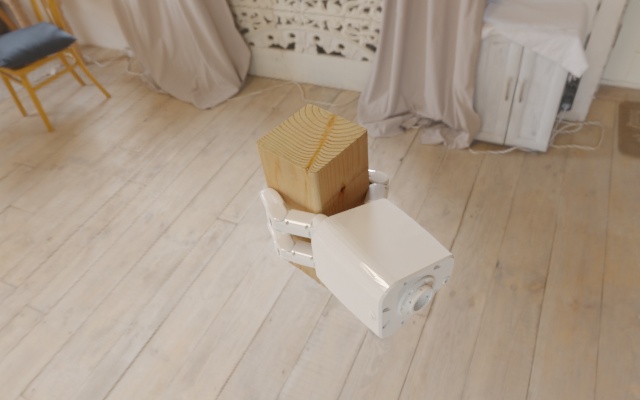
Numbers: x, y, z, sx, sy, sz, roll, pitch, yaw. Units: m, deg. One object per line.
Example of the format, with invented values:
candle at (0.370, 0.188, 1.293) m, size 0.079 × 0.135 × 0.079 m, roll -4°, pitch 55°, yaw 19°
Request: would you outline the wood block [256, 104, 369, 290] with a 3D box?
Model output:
wood block at (0.001, 0.002, 0.586) m, size 0.090 × 0.206 × 0.090 m, roll 30°, pitch 56°, yaw 31°
